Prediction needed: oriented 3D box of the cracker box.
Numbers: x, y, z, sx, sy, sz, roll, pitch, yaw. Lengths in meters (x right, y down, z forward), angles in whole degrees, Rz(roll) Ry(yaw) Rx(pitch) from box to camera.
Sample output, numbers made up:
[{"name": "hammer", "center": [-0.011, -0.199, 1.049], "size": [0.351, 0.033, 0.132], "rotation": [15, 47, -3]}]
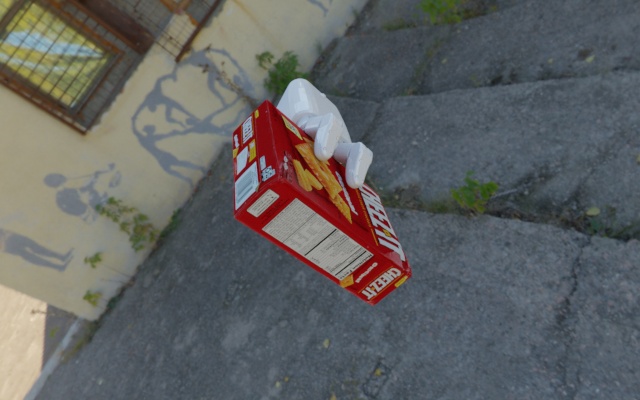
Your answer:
[{"name": "cracker box", "center": [0.000, 0.002, 0.554], "size": [0.214, 0.072, 0.164], "rotation": [37, 23, -31]}]
